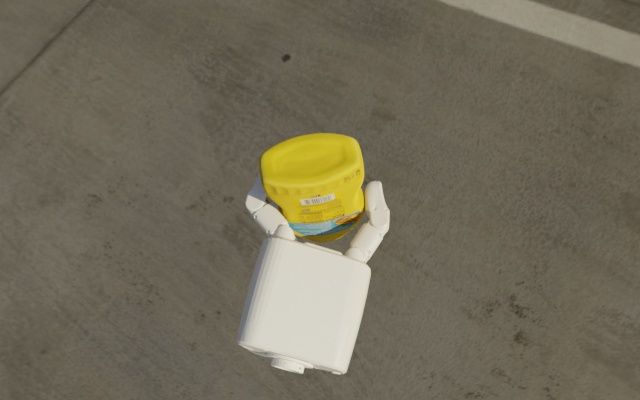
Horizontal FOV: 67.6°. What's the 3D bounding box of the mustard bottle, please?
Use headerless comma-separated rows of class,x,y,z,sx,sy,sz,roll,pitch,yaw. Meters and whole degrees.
mustard bottle,0.000,0.001,0.518,0.096,0.058,0.192,-11,-25,2
